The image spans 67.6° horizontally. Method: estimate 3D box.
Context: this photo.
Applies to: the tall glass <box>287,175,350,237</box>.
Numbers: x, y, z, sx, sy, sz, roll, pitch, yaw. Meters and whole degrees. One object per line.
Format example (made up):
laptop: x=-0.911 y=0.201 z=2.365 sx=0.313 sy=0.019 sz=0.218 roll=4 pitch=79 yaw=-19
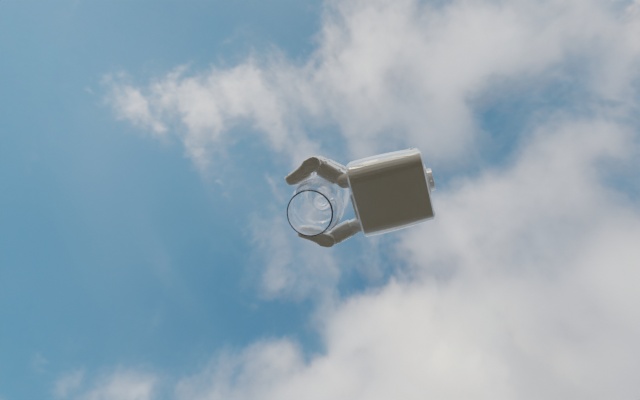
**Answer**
tall glass: x=0.000 y=0.002 z=0.715 sx=0.079 sy=0.079 sz=0.201 roll=0 pitch=8 yaw=9
